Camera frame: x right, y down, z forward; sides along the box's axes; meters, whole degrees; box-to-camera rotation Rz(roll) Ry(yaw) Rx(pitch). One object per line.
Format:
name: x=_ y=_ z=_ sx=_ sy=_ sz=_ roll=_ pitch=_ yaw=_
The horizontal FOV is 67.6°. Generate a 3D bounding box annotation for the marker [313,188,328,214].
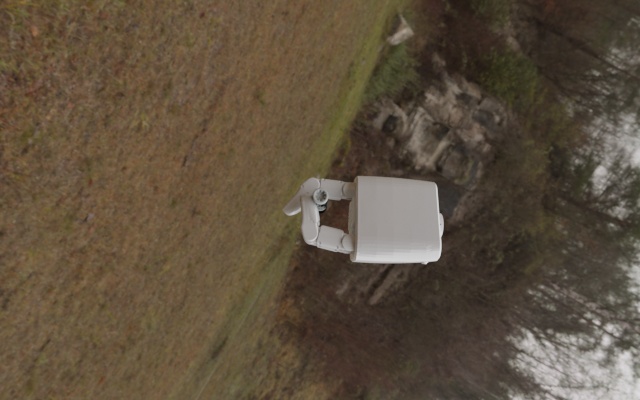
marker: x=0.000 y=0.002 z=0.631 sx=0.020 sy=0.020 sz=0.121 roll=0 pitch=-8 yaw=0
